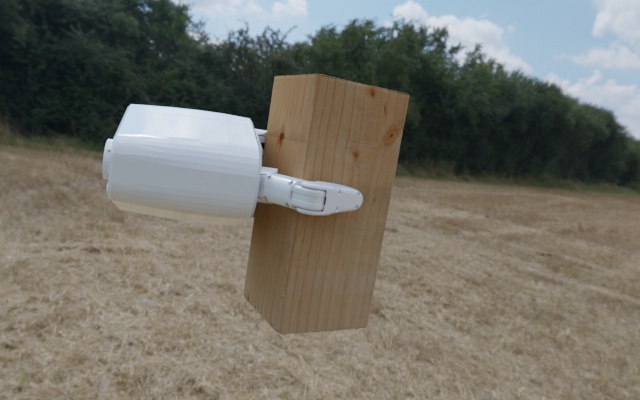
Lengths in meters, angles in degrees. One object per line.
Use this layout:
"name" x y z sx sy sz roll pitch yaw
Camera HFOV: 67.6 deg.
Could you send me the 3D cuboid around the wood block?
"wood block" 0.000 0.001 0.425 0.090 0.206 0.091 4 10 -30
